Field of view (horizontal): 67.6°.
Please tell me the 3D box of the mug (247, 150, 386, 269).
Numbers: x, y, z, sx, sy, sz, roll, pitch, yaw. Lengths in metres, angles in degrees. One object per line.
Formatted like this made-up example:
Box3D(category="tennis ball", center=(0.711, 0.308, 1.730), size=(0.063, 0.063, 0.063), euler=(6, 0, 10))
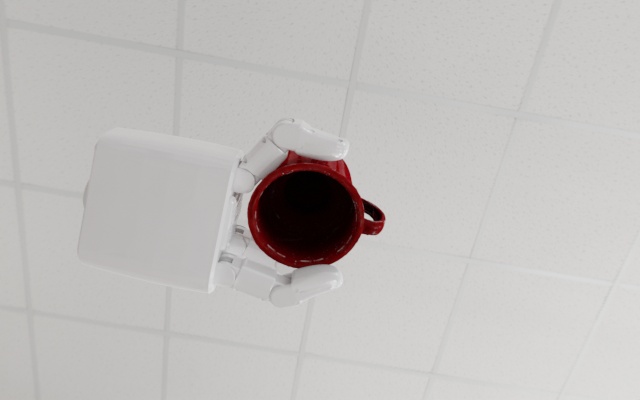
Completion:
Box3D(category="mug", center=(0.001, 0.002, 0.415), size=(0.117, 0.093, 0.081), euler=(13, 23, -6))
